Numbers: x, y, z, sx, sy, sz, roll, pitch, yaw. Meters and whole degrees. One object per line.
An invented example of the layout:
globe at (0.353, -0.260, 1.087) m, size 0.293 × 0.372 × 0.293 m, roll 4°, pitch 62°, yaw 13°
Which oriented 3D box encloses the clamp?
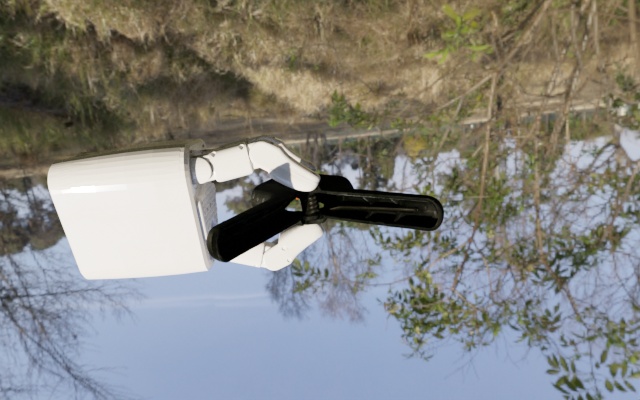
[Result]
clamp at (0.000, 0.002, 0.409) m, size 0.164 × 0.036 × 0.210 m, roll -5°, pitch 12°, yaw -3°
